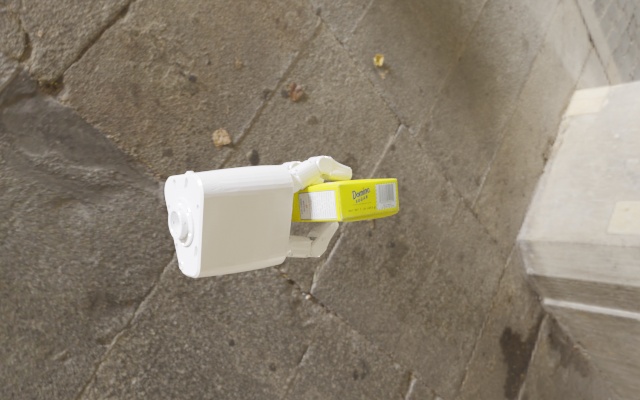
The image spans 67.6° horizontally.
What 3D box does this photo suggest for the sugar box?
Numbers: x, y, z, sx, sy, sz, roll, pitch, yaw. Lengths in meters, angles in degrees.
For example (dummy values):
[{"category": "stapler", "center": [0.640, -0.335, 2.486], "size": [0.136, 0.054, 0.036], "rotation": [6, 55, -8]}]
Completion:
[{"category": "sugar box", "center": [0.000, 0.001, 0.583], "size": [0.093, 0.048, 0.176], "rotation": [-6, 3, -39]}]
